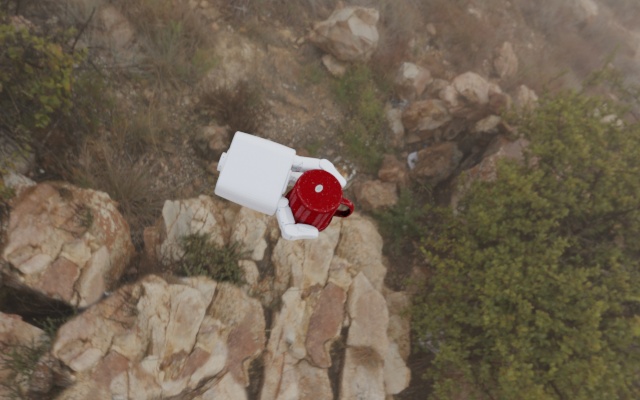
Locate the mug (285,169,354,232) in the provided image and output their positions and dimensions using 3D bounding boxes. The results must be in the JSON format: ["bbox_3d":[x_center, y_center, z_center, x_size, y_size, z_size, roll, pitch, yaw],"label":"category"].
[{"bbox_3d":[0.002,0.003,0.810,0.117,0.093,0.081,18,-28,-8],"label":"mug"}]
